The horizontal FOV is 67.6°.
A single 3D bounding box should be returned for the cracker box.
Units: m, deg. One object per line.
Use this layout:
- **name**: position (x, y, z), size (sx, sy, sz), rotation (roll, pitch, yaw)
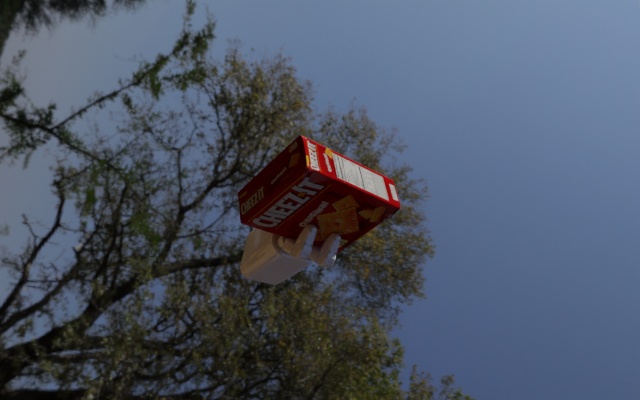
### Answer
- **cracker box**: position (0.000, 0.002, 0.781), size (0.214, 0.072, 0.164), rotation (21, -46, -38)
